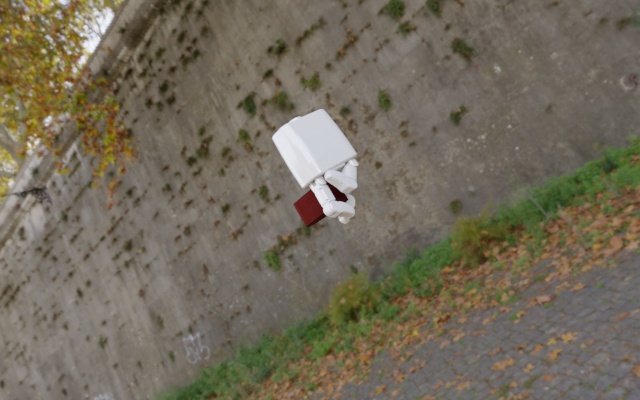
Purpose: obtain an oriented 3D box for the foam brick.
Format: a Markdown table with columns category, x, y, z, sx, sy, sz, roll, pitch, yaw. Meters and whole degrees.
| category | x | y | z | sx | sy | sz | roll | pitch | yaw |
| --- | --- | --- | --- | --- | --- | --- | --- | --- | --- |
| foam brick | 0.000 | 0.003 | 0.860 | 0.078 | 0.051 | 0.053 | -39 | -7 | 40 |
